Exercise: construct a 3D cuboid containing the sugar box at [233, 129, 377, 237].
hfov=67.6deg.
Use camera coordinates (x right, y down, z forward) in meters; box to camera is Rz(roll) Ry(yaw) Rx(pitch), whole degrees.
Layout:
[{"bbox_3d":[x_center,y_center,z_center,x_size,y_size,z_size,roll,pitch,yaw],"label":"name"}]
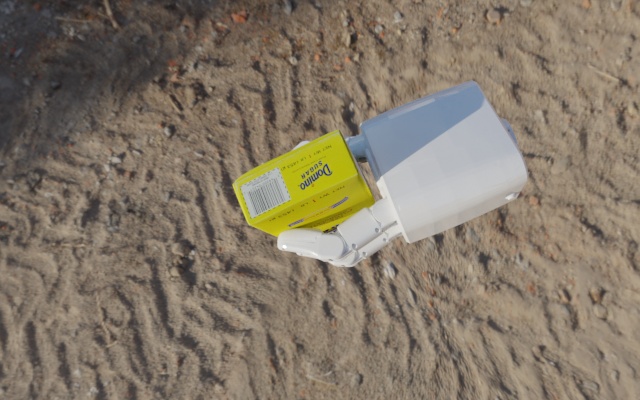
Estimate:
[{"bbox_3d":[0.000,0.002,0.433,0.093,0.048,0.176,-24,-19,8],"label":"sugar box"}]
